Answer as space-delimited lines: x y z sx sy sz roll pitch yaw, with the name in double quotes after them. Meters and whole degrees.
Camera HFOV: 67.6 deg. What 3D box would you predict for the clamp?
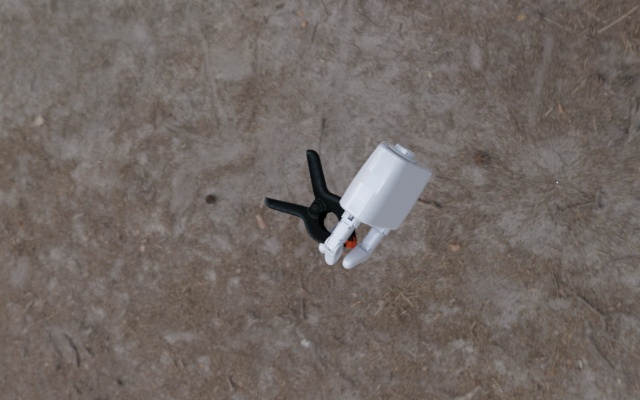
0.000 0.003 0.754 0.171 0.120 0.039 37 15 20 "clamp"
